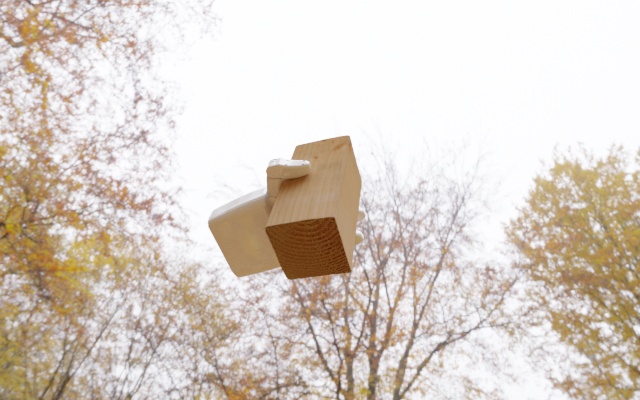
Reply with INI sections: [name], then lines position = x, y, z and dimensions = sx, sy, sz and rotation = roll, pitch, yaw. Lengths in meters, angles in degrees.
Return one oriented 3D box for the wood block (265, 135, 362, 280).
[wood block]
position = 0.000, 0.002, 0.664
dimensions = 0.090, 0.091, 0.206
rotation = -9, 33, 15
